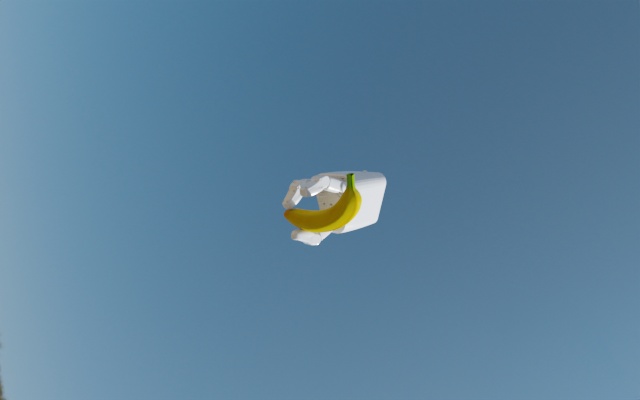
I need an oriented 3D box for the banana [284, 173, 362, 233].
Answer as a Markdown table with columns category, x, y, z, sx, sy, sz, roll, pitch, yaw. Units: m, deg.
| category | x | y | z | sx | sy | sz | roll | pitch | yaw |
| --- | --- | --- | --- | --- | --- | --- | --- | --- | --- |
| banana | 0.008 | 0.019 | 0.792 | 0.037 | 0.069 | 0.198 | -13 | -11 | -42 |
